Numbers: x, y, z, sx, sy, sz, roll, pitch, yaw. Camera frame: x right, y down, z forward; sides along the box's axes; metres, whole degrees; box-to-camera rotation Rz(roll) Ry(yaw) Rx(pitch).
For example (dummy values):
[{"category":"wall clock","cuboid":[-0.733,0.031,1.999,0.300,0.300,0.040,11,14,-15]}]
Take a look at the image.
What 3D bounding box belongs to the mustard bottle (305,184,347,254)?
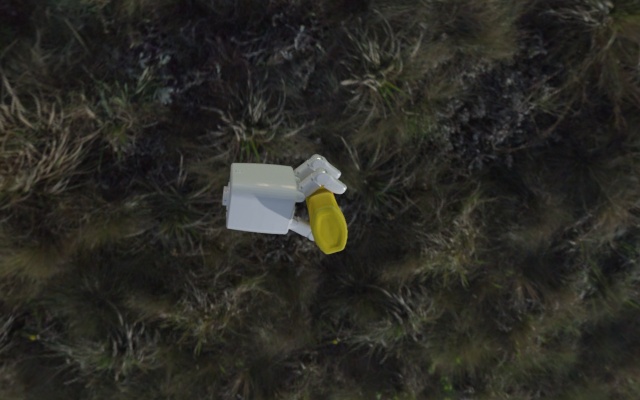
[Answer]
[{"category":"mustard bottle","cuboid":[0.001,0.003,0.844,0.058,0.096,0.191,-17,31,0]}]
